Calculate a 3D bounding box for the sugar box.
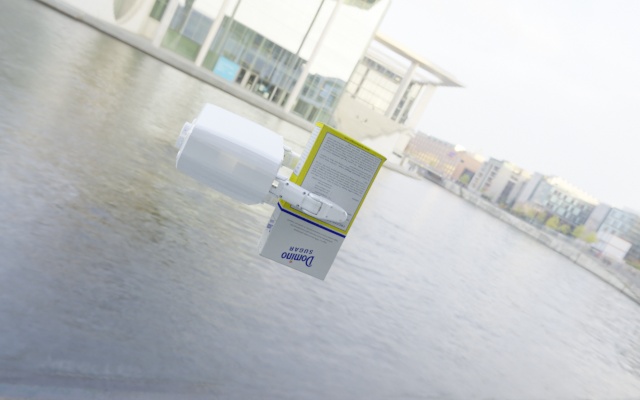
[{"bbox_3d":[0.000,0.002,0.594,0.093,0.176,0.048,25,9,-18],"label":"sugar box"}]
